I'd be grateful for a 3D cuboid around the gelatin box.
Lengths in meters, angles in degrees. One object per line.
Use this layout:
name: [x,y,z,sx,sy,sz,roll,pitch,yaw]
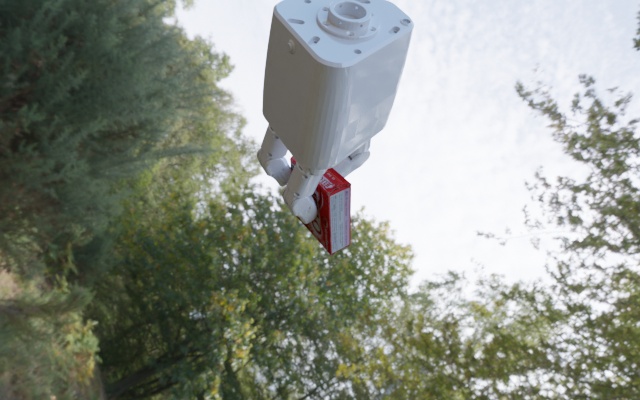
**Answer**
gelatin box: [0.000,0.002,0.504,0.030,0.089,0.073,-25,46,-22]
